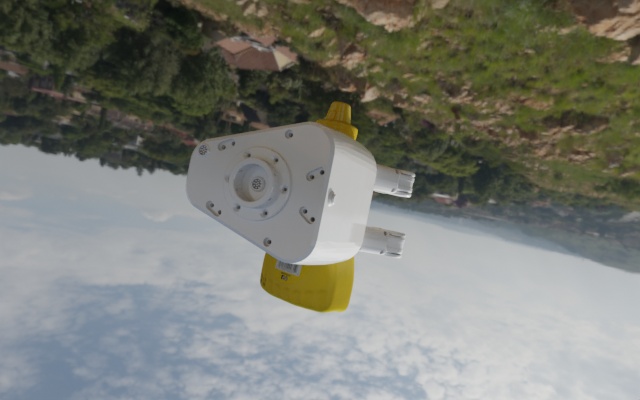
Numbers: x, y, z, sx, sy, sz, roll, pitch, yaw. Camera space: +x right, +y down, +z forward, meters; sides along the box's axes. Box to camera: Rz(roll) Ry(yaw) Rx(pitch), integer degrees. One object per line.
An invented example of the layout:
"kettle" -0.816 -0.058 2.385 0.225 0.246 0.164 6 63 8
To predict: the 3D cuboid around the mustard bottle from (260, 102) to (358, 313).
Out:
"mustard bottle" 0.000 0.002 0.454 0.096 0.191 0.058 11 0 44
